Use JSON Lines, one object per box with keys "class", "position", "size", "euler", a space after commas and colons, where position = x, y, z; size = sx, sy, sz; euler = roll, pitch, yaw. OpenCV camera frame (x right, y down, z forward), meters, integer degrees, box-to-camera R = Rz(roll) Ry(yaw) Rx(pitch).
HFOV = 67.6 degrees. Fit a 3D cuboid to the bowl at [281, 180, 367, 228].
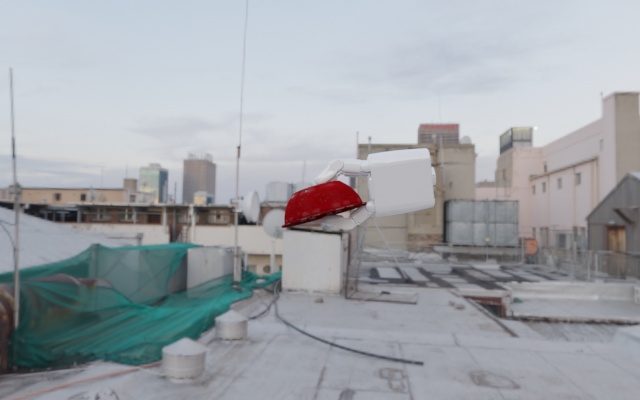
{"class": "bowl", "position": [-0.001, 0.003, 0.866], "size": [0.162, 0.055, 0.162], "euler": [-16, -4, -1]}
